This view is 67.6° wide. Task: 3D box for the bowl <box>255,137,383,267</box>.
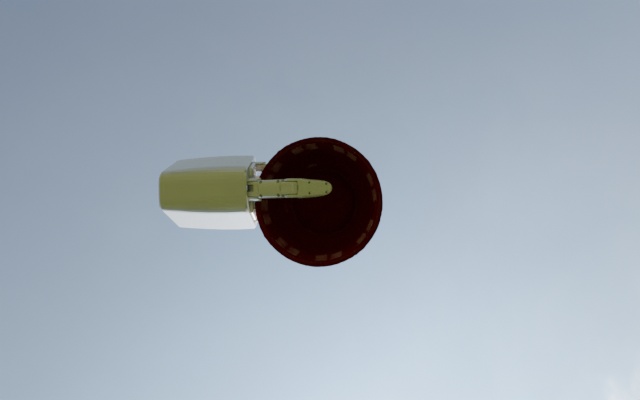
[{"bbox_3d":[0.001,0.002,0.616,0.162,0.162,0.055,0,-1,9],"label":"bowl"}]
